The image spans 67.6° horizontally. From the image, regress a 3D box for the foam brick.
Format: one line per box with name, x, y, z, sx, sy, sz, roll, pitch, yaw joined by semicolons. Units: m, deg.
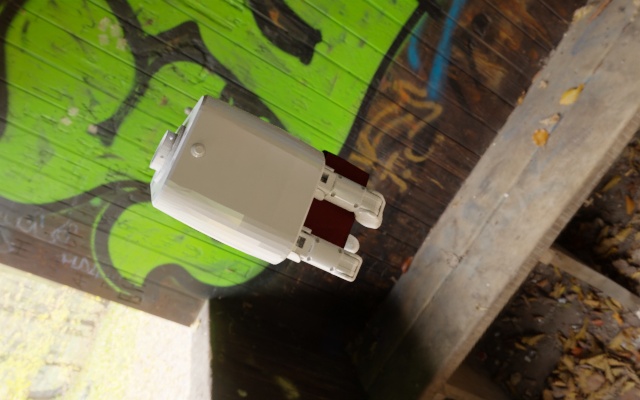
foam brick;0.000;0.001;0.431;0.051;0.078;0.053;27;-16;-25
